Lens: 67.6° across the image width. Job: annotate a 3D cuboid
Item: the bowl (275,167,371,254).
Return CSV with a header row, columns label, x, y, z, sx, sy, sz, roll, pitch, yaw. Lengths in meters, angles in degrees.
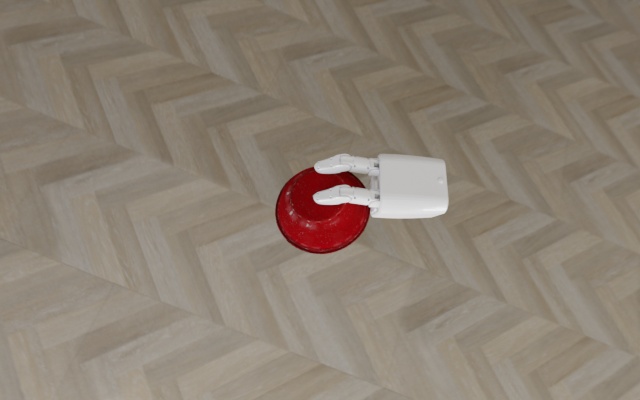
label,x,y,z,sx,sy,sz,roll,pitch,yaw
bowl,-0.001,0.003,0.777,0.162,0.162,0.055,0,-24,8
